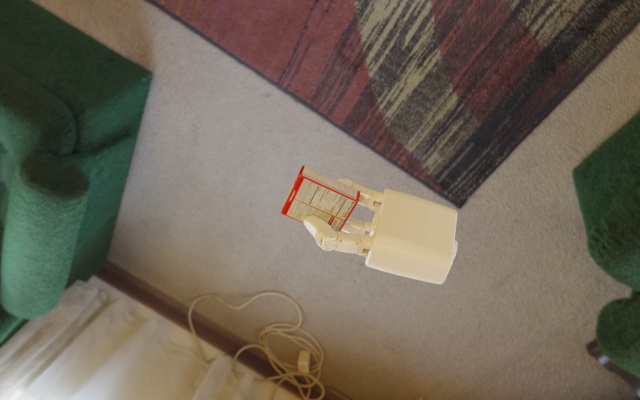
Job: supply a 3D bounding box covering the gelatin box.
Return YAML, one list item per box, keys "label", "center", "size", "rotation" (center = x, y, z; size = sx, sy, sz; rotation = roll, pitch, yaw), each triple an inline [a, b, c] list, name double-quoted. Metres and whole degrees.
- label: "gelatin box"
  center: [0.000, 0.002, 0.660]
  size: [0.089, 0.073, 0.030]
  rotation: [24, 36, -7]
